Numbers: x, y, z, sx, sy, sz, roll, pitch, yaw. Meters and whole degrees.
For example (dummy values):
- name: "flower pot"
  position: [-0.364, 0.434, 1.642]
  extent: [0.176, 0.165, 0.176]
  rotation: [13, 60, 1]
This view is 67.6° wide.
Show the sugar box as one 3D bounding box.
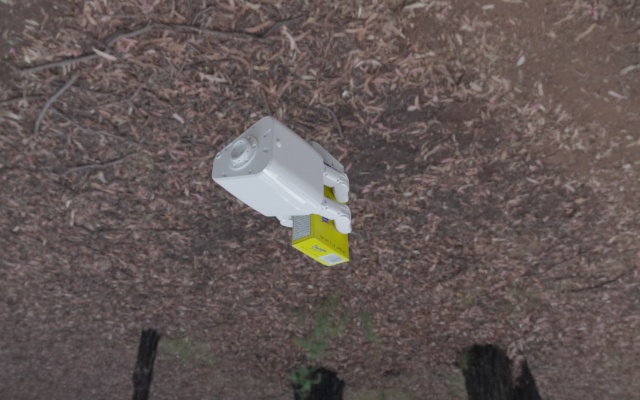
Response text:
- name: "sugar box"
  position: [0.000, 0.002, 0.729]
  extent: [0.048, 0.176, 0.093]
  rotation: [-19, -36, 30]
